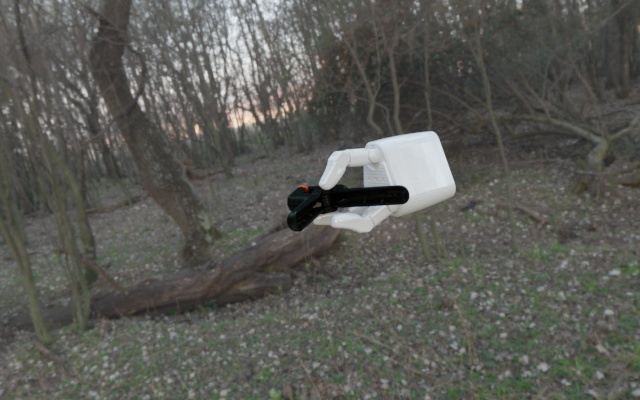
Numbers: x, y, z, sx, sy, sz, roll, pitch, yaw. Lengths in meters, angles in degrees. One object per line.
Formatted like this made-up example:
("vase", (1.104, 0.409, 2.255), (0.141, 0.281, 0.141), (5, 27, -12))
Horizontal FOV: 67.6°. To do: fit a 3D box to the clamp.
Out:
("clamp", (0.000, 0.001, 0.671), (0.164, 0.036, 0.210), (-14, 11, -25))
